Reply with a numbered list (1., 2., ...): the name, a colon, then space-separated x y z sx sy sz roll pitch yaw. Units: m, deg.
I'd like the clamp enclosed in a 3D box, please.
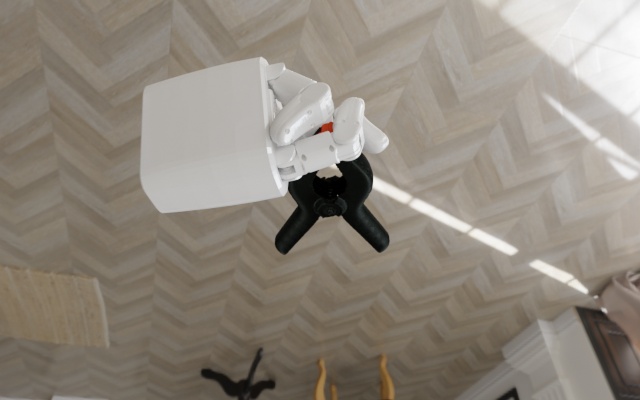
1. clamp: 0.000 0.002 0.457 0.120 0.039 0.172 -12 -44 4
